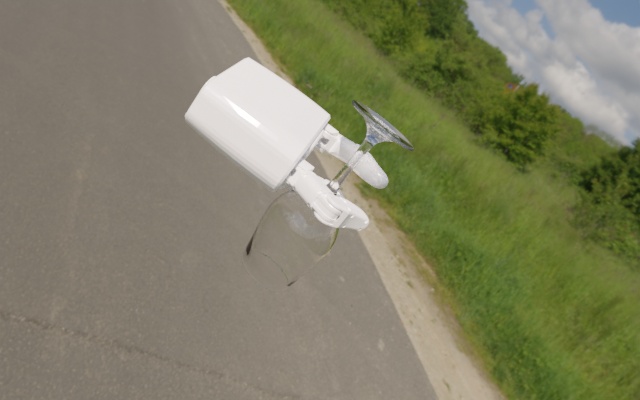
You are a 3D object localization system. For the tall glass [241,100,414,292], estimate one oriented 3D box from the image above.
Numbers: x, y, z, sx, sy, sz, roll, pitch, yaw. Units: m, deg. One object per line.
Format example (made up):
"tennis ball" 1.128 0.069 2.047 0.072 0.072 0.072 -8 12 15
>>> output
"tall glass" 0.001 0.001 0.481 0.079 0.201 0.079 34 19 -13
